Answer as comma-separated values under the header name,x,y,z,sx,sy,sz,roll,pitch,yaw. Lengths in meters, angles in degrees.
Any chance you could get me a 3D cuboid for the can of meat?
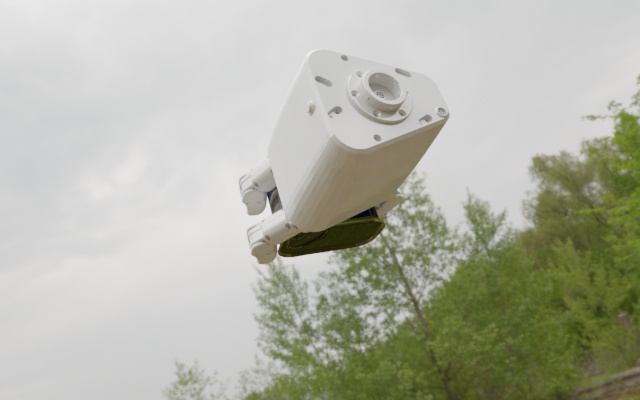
name,x,y,z,sx,sy,sz,roll,pitch,yaw
can of meat,0.000,0.001,0.465,0.102,0.084,0.057,-7,-27,-21
